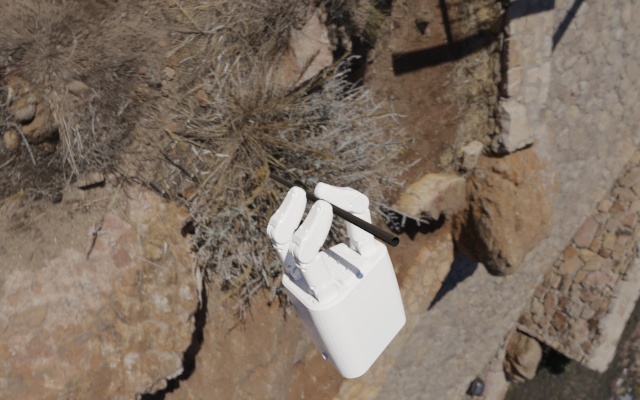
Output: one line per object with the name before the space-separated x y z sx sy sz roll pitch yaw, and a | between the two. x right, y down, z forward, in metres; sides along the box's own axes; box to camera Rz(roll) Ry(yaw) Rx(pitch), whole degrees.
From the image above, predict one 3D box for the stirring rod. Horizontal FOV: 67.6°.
stirring rod | 0.000 0.002 0.469 0.011 0.011 0.239 0 15 -30
